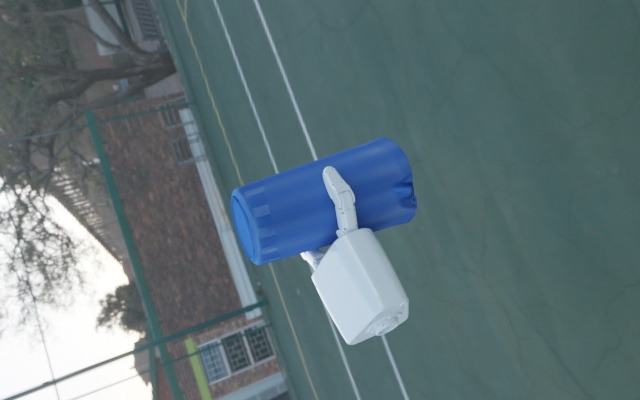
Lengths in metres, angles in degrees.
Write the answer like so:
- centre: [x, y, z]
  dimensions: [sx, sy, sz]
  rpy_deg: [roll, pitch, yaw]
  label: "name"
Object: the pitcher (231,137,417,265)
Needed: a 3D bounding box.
- centre: [0.000, 0.002, 0.682]
  dimensions: [0.243, 0.145, 0.149]
  rpy_deg: [-17, -30, -20]
  label: "pitcher"
